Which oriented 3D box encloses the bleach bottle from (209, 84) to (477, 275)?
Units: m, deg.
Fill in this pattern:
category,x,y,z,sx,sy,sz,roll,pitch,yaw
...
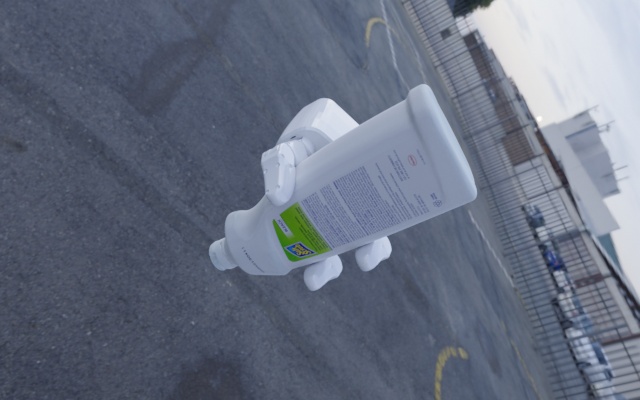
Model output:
category,x,y,z,sx,sy,sz,roll,pitch,yaw
bleach bottle,0.000,0.001,0.425,0.251,0.102,0.068,-24,22,22
